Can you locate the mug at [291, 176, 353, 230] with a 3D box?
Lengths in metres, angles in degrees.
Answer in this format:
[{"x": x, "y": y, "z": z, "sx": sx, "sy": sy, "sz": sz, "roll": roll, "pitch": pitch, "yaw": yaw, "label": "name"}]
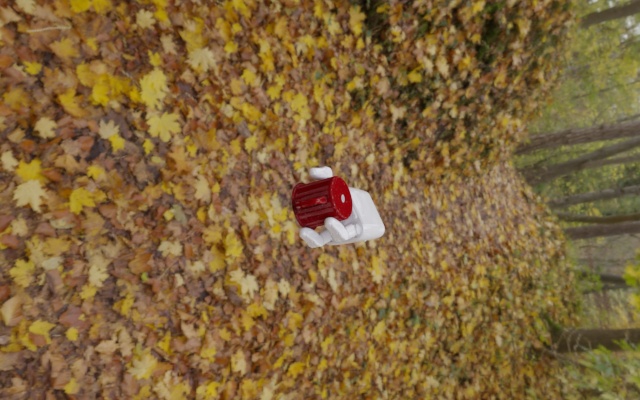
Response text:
[{"x": 0.000, "y": 0.003, "z": 0.862, "sx": 0.081, "sy": 0.093, "sz": 0.117, "roll": -15, "pitch": -8, "yaw": 29, "label": "mug"}]
